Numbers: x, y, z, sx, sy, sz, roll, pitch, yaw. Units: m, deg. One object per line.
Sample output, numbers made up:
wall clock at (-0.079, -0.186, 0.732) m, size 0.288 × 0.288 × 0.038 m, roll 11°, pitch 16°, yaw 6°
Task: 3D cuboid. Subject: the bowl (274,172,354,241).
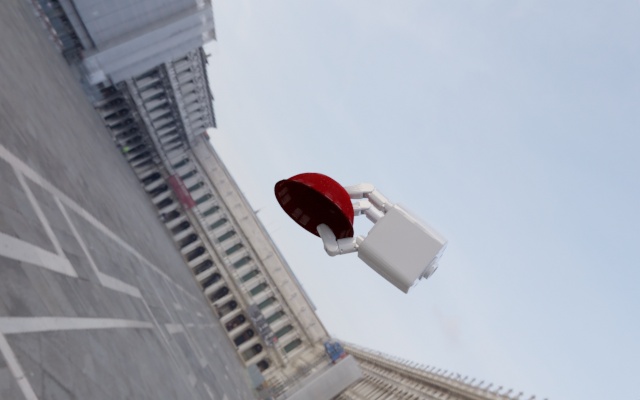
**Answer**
bowl at (-0.001, 0.002, 0.826) m, size 0.162 × 0.055 × 0.162 m, roll 27°, pitch -27°, yaw 15°
